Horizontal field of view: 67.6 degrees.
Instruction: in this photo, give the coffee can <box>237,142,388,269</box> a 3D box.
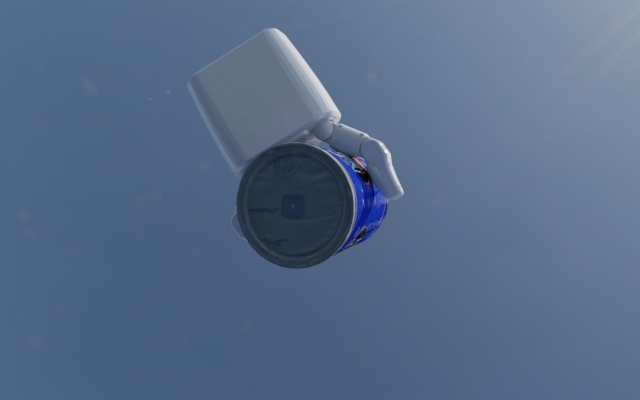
[{"bbox_3d":[0.000,0.002,0.450,0.103,0.103,0.140,0,2,19],"label":"coffee can"}]
